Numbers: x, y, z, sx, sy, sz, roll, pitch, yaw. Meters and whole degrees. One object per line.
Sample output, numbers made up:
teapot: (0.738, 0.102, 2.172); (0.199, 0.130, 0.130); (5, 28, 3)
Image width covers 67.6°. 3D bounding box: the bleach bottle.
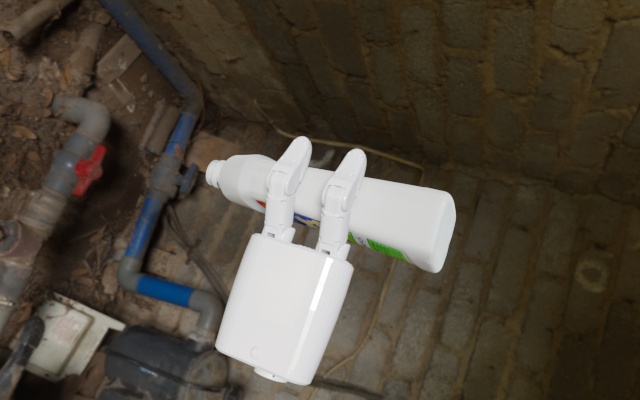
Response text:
bleach bottle: (0.000, 0.001, 0.475); (0.251, 0.068, 0.102); (15, -11, 22)
